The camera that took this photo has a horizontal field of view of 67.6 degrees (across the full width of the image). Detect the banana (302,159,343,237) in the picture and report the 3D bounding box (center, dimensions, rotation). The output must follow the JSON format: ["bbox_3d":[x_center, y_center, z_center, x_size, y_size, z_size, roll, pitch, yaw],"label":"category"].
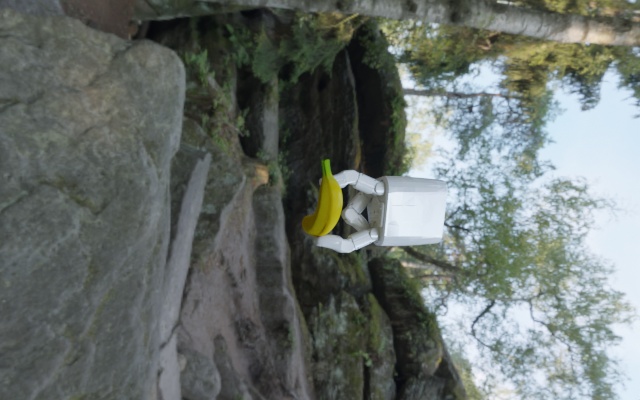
[{"bbox_3d":[0.003,0.017,0.734,0.037,0.069,0.198,0,-29,-13],"label":"banana"}]
